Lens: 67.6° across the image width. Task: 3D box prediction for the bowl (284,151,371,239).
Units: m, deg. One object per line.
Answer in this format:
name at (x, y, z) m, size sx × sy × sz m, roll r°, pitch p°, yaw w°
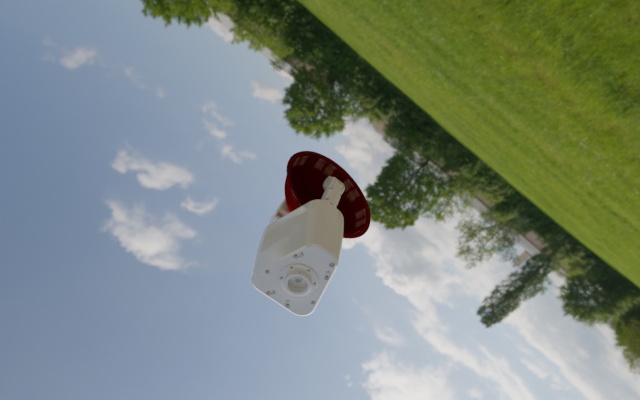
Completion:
bowl at (0.000, 0.002, 0.739) m, size 0.162 × 0.162 × 0.055 m, roll 0°, pitch -34°, yaw -47°
